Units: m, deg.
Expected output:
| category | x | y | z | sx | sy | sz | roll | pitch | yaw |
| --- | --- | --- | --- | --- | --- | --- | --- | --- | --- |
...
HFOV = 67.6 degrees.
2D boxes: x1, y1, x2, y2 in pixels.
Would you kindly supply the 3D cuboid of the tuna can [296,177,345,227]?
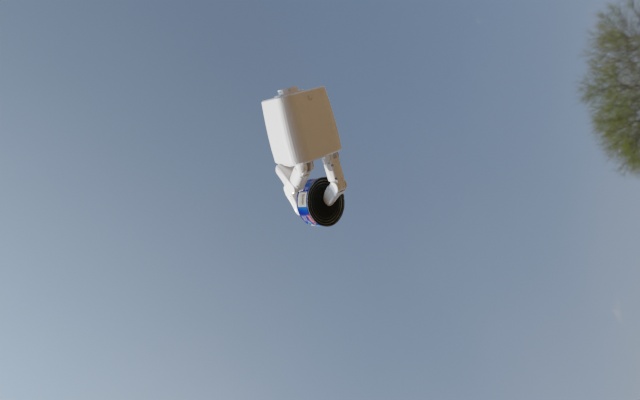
| category | x | y | z | sx | sy | sz | roll | pitch | yaw |
| --- | --- | --- | --- | --- | --- | --- | --- | --- | --- |
| tuna can | 0.000 | 0.003 | 0.829 | 0.086 | 0.086 | 0.034 | 0 | -2 | -41 |
